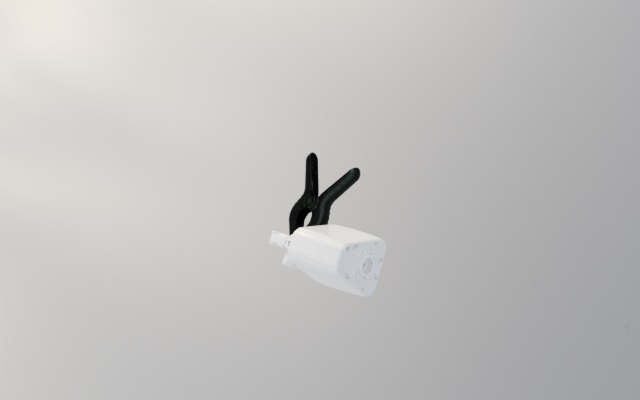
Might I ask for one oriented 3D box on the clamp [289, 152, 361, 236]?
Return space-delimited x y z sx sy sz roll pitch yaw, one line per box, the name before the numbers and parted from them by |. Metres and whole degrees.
clamp | 0.000 0.003 0.820 0.120 0.171 0.039 11 -8 45
